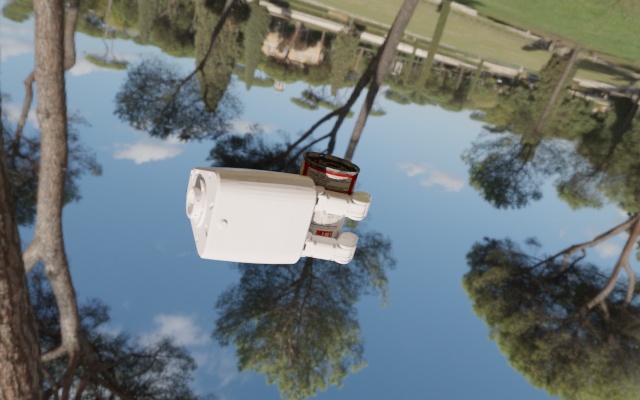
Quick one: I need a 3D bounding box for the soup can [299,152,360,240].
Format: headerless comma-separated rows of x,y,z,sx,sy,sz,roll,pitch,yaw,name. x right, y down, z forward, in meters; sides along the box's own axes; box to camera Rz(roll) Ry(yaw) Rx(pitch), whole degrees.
0.000,0.002,0.561,0.068,0.102,0.068,14,18,-5,soup can
